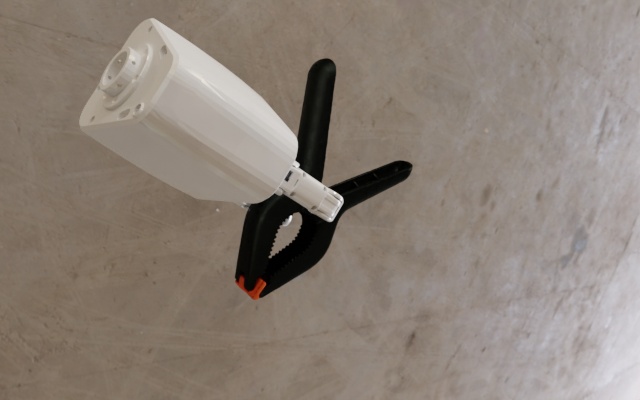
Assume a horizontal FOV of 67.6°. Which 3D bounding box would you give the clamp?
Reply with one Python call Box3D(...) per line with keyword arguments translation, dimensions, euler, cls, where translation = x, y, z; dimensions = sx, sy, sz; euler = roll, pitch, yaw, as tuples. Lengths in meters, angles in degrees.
Box3D(translation=(0.000, 0.002, 0.445), dimensions=(0.165, 0.210, 0.036), euler=(34, -5, -40), cls="clamp")
